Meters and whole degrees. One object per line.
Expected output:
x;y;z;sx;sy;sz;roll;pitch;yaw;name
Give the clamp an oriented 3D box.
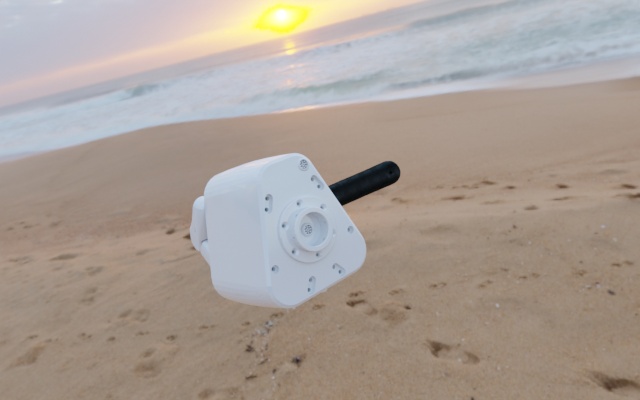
0.000;0.001;0.499;0.171;0.039;0.120;-26;-4;-34;clamp
